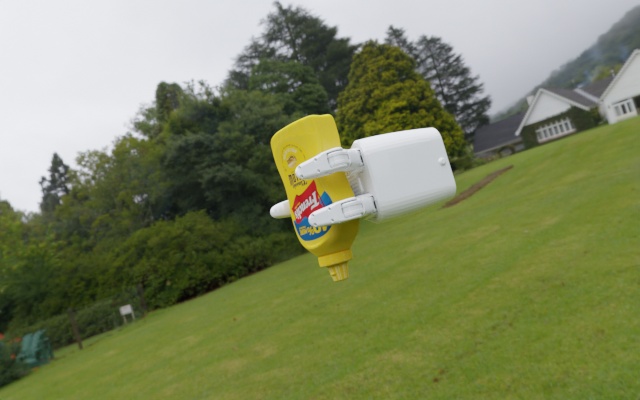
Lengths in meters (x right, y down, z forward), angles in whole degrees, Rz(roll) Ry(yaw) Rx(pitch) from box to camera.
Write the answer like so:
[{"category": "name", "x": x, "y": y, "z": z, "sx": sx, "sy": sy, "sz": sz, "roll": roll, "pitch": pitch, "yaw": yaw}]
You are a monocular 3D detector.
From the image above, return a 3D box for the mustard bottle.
[{"category": "mustard bottle", "x": 0.000, "y": 0.002, "z": 0.571, "sx": 0.058, "sy": 0.191, "sz": 0.096, "roll": -12, "pitch": -6, "yaw": -42}]
